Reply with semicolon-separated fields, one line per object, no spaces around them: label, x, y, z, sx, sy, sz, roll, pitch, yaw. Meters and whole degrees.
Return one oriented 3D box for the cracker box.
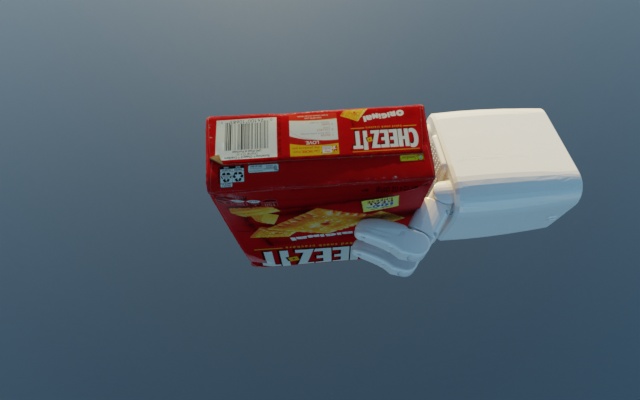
cracker box;0.000;0.001;0.438;0.164;0.072;0.214;-4;-22;-1
